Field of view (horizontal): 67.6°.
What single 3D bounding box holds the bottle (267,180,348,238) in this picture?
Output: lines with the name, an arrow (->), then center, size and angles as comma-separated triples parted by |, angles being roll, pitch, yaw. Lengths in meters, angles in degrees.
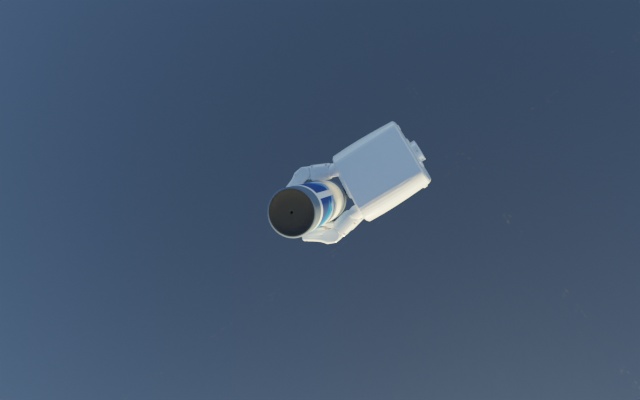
bottle -> 0.000, 0.003, 0.751 | 0.069, 0.069, 0.295 | 0, 5, 15
